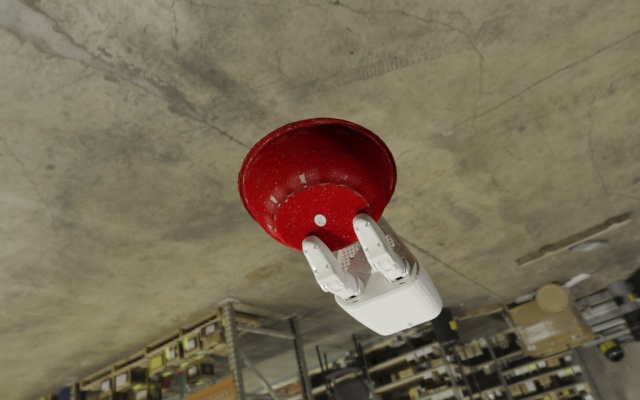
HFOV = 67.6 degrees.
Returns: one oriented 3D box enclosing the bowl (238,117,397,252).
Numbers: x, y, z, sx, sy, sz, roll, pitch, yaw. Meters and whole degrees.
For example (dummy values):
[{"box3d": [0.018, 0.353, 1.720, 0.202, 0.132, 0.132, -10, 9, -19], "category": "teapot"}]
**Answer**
[{"box3d": [-0.001, 0.001, 0.466, 0.162, 0.162, 0.055, 0, 42, -6], "category": "bowl"}]
